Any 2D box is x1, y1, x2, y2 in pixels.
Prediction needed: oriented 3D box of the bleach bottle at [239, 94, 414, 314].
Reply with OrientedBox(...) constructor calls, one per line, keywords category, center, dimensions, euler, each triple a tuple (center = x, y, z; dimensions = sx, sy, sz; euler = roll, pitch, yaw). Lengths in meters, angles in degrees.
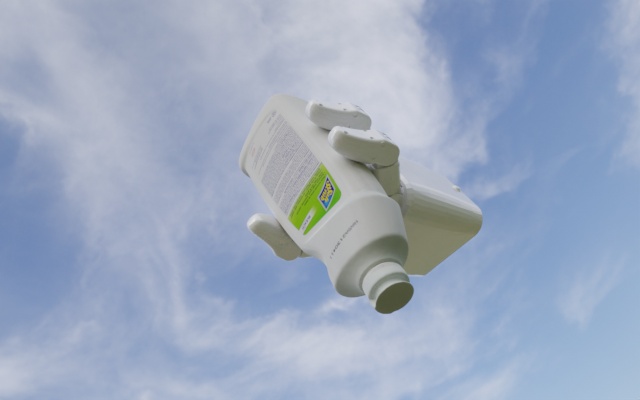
OrientedBox(category="bleach bottle", center=(0.000, 0.001, 0.407), dimensions=(0.068, 0.103, 0.250), euler=(14, 27, -32))
